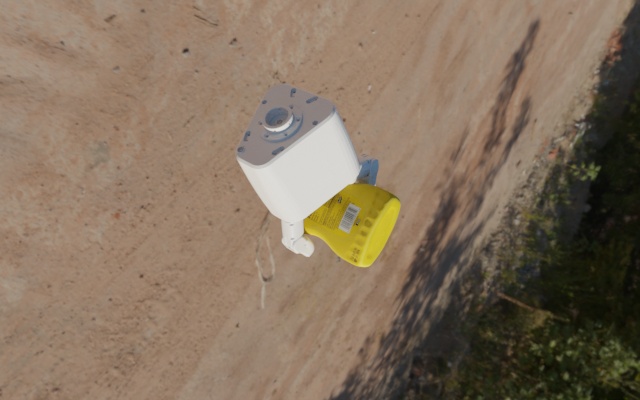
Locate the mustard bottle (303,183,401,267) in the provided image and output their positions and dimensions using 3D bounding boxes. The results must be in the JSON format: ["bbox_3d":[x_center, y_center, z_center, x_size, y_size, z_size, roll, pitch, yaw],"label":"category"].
[{"bbox_3d":[0.000,0.002,0.613,0.191,0.096,0.058,27,4,31],"label":"mustard bottle"}]
